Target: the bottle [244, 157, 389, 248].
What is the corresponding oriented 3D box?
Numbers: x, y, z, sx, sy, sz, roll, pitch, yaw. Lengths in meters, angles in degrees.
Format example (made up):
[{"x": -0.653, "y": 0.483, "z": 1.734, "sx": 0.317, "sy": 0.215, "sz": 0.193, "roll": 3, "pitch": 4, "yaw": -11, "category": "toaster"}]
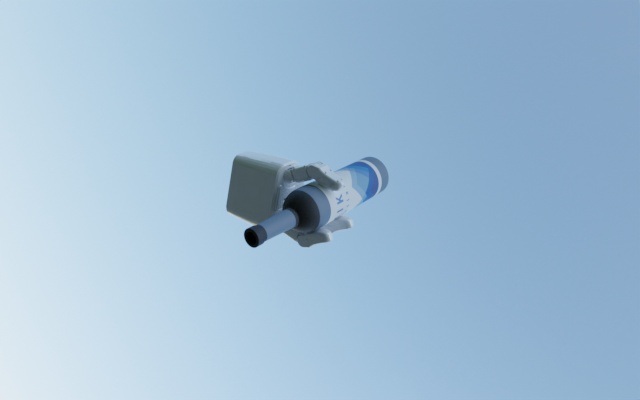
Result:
[{"x": 0.000, "y": 0.002, "z": 0.720, "sx": 0.069, "sy": 0.069, "sz": 0.295, "roll": 0, "pitch": 18, "yaw": 40, "category": "bottle"}]
